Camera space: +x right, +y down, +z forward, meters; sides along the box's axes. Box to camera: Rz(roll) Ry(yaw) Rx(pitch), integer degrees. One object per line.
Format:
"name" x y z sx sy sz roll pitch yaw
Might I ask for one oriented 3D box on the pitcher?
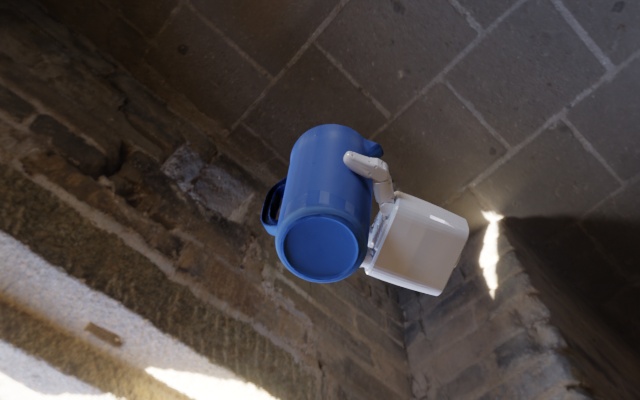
"pitcher" 0.000 0.002 0.649 0.145 0.149 0.242 21 28 -6
